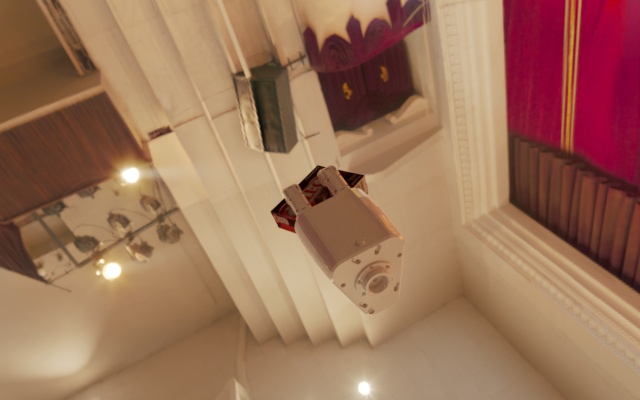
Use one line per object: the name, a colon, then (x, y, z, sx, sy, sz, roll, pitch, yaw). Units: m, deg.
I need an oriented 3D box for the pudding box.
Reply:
pudding box: (0.000, 0.002, 0.669, 0.090, 0.039, 0.113, 16, 48, 39)
